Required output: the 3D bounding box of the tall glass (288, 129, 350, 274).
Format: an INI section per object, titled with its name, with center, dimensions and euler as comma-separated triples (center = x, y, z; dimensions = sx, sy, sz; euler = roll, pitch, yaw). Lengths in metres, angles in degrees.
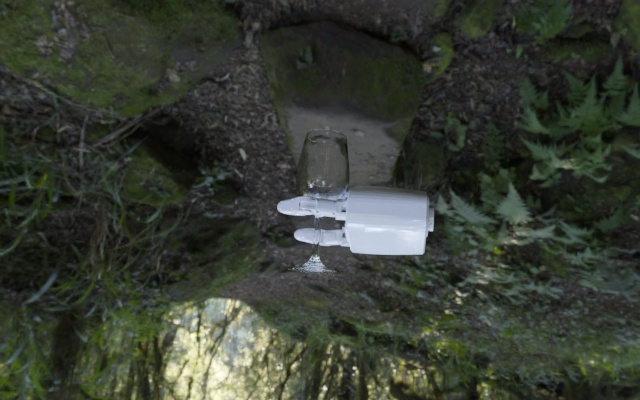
[tall glass]
center = 0.000, 0.003, 0.688
dimensions = 0.079, 0.201, 0.079
euler = 5, -11, 1
